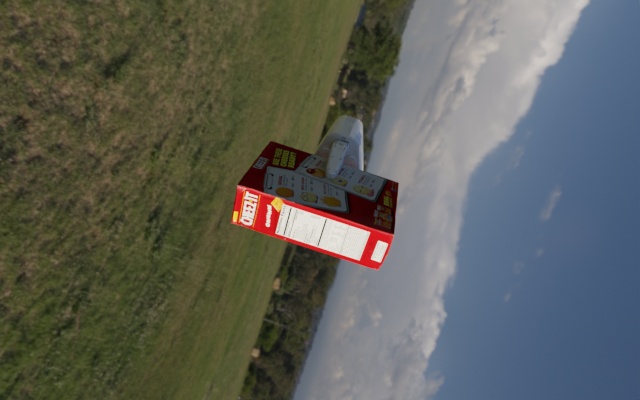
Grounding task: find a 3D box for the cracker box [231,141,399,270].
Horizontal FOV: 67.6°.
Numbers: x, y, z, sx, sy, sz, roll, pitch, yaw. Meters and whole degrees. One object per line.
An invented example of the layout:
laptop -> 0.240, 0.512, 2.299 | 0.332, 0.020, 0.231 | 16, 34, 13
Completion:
cracker box -> 0.000, 0.002, 0.691 | 0.213, 0.072, 0.164 | 17, 29, 2
